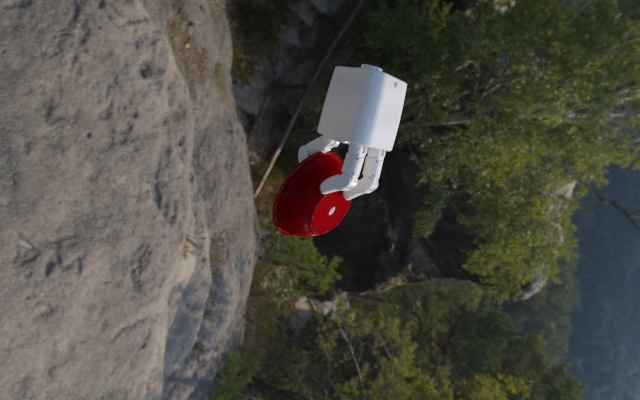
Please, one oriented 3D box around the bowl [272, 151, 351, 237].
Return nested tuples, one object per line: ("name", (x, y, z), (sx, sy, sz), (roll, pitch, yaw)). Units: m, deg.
("bowl", (0.000, 0.004, 0.782), (0.055, 0.162, 0.162), (37, 21, 32))
